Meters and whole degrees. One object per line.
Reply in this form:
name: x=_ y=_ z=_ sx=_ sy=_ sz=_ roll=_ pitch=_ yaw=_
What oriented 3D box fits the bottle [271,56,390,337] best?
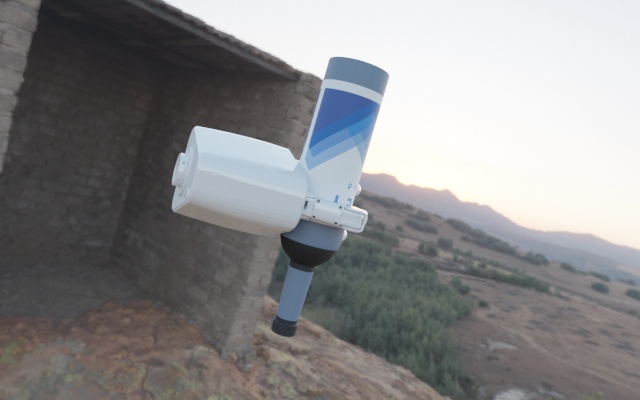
bottle: x=0.000 y=0.001 z=0.510 sx=0.069 sy=0.296 sz=0.069 roll=16 pitch=3 yaw=-1
